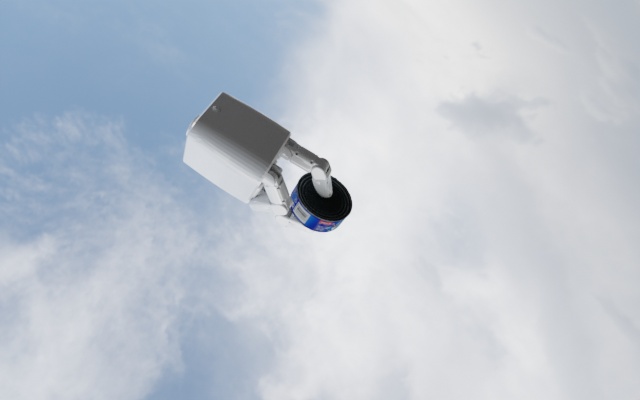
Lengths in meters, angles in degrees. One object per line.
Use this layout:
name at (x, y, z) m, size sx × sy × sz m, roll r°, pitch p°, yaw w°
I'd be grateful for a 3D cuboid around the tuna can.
tuna can at (0.000, 0.003, 0.678) m, size 0.086 × 0.086 × 0.034 m, roll 0°, pitch -35°, yaw -30°
